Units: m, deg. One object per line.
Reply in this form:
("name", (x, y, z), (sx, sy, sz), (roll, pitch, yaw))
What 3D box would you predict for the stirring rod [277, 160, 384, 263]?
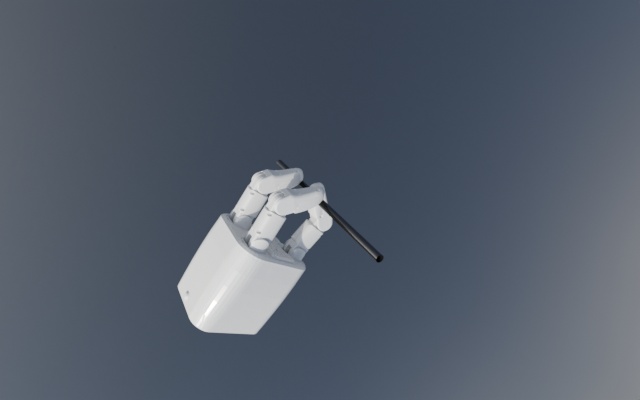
("stirring rod", (0.000, 0.002, 0.525), (0.011, 0.011, 0.239), (0, 25, -29))
